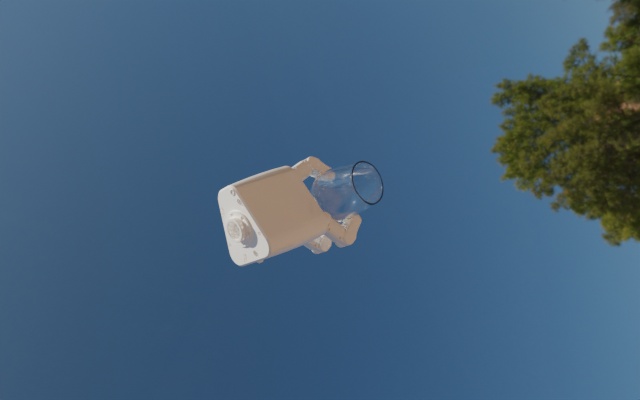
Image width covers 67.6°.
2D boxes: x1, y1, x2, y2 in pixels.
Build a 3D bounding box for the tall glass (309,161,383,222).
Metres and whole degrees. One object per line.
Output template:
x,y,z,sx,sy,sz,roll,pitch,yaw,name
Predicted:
0.000,0.002,0.716,0.079,0.079,0.201,0,-16,-42,tall glass
